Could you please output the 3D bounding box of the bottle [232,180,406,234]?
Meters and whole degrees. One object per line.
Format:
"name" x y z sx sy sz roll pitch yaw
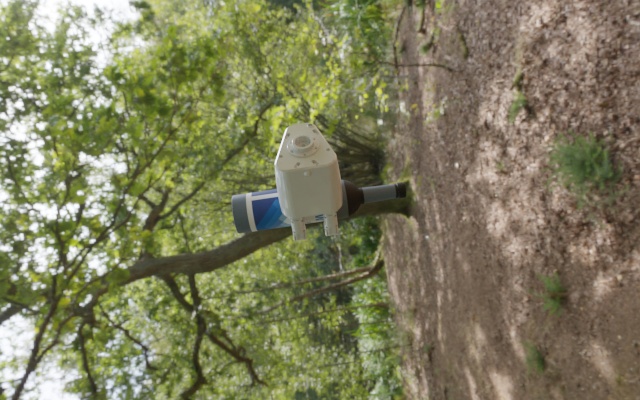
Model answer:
"bottle" 0.000 0.003 0.823 0.296 0.069 0.069 -8 0 -2
